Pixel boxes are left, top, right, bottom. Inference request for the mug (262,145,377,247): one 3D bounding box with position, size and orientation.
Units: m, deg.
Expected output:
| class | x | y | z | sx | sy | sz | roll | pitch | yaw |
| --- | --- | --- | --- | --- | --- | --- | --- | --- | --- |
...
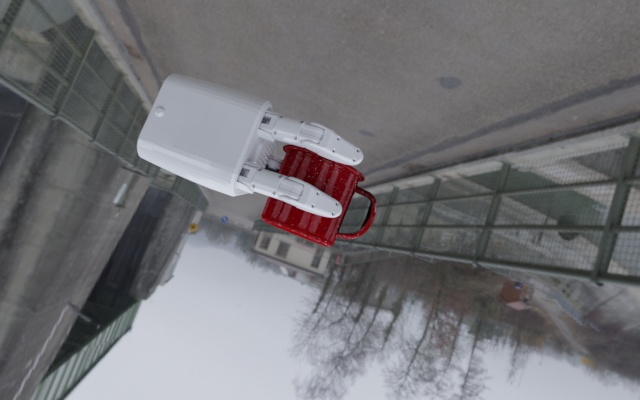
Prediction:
| class | x | y | z | sx | sy | sz | roll | pitch | yaw |
| --- | --- | --- | --- | --- | --- | --- | --- | --- | --- |
| mug | 0.001 | 0.002 | 0.498 | 0.117 | 0.081 | 0.093 | 21 | -7 | 10 |
